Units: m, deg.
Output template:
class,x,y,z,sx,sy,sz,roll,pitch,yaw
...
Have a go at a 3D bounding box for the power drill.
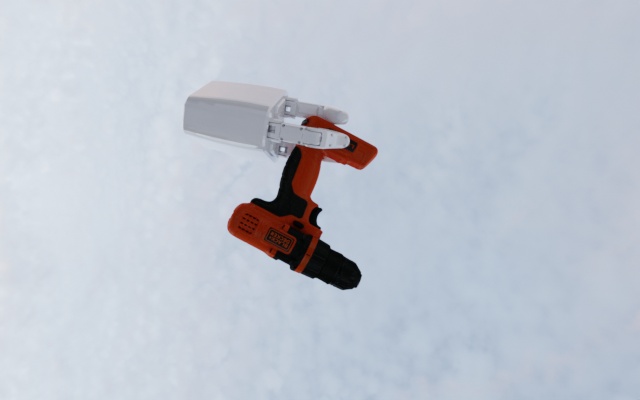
class,x,y,z,sx,sy,sz,roll,pitch,yaw
power drill,0.000,0.001,0.612,0.184,0.187,0.057,28,-8,-7
